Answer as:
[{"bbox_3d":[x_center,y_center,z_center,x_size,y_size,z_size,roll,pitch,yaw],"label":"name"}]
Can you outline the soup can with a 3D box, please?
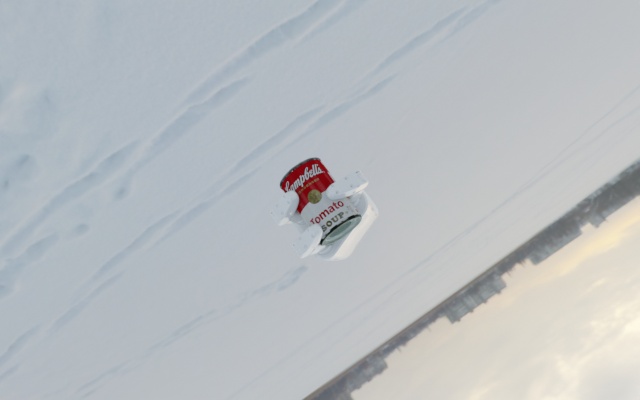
[{"bbox_3d":[0.000,0.002,0.642,0.068,0.102,0.068,-32,-18,-11],"label":"soup can"}]
